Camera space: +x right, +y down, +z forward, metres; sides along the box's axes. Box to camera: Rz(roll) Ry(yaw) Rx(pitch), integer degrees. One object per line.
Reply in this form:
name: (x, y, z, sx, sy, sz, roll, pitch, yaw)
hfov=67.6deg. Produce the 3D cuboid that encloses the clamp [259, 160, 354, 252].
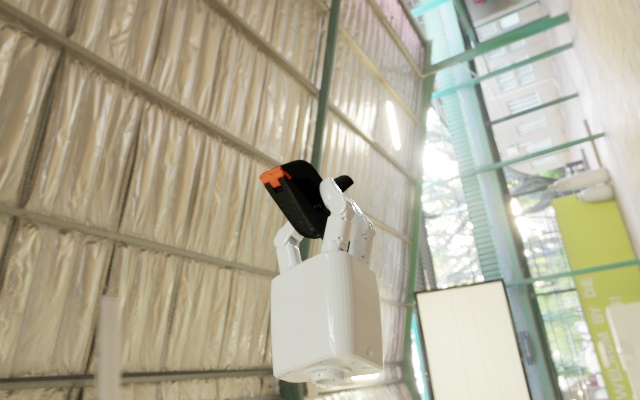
clamp: (-0.001, 0.002, 0.577, 0.036, 0.164, 0.210, -22, -37, 23)
